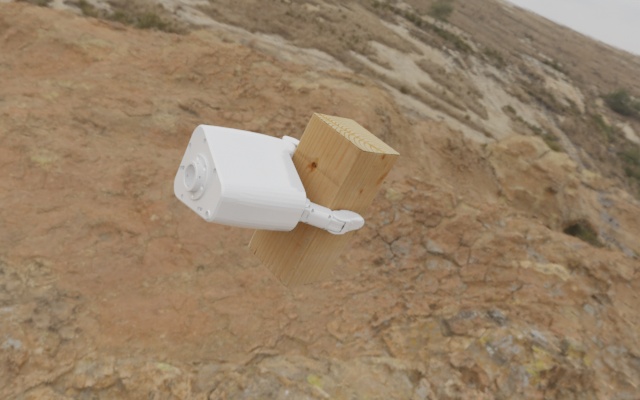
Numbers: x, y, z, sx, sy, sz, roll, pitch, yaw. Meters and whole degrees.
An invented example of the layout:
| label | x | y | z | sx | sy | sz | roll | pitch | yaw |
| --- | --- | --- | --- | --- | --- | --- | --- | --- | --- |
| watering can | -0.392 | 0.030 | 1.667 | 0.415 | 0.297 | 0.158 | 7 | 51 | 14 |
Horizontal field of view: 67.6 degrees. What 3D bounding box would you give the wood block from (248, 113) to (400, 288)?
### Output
| label | x | y | z | sx | sy | sz | roll | pitch | yaw |
| --- | --- | --- | --- | --- | --- | --- | --- | --- | --- |
| wood block | 0.000 | 0.002 | 0.625 | 0.090 | 0.206 | 0.090 | 42 | 26 | 29 |
